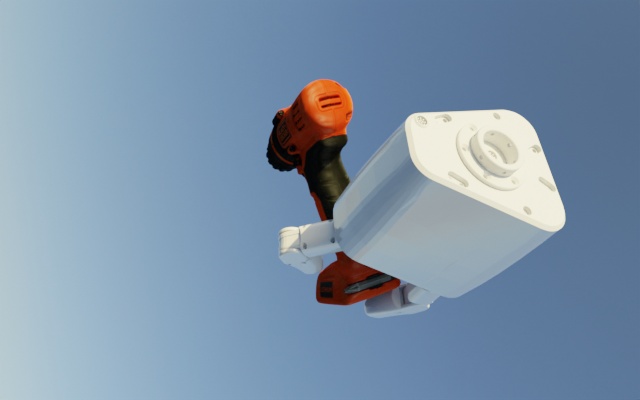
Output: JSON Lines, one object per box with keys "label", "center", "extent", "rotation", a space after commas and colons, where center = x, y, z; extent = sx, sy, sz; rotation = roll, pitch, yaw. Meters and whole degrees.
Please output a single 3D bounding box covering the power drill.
{"label": "power drill", "center": [0.000, 0.002, 0.451], "extent": [0.057, 0.187, 0.184], "rotation": [-17, -4, -17]}
